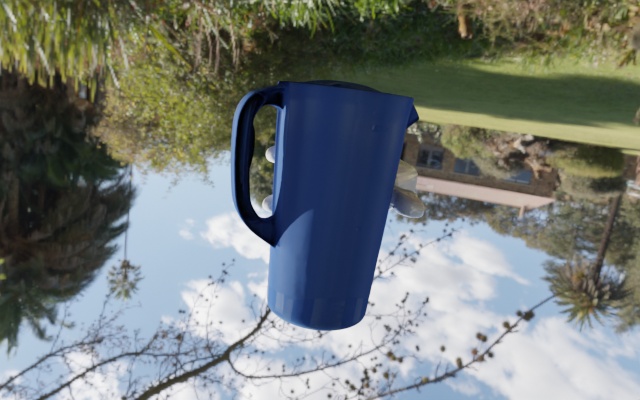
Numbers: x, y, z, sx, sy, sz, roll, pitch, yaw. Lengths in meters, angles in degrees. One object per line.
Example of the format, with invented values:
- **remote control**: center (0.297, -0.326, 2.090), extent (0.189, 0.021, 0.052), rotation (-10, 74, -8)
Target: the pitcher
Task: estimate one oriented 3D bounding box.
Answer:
- **pitcher**: center (0.000, 0.002, 0.487), extent (0.149, 0.243, 0.145), rotation (12, 12, 22)
